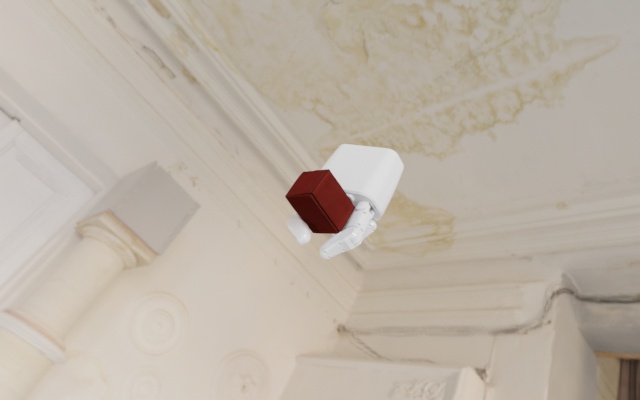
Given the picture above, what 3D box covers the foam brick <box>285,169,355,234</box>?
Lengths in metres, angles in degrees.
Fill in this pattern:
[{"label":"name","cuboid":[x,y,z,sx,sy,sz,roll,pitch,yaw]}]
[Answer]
[{"label":"foam brick","cuboid":[0.000,0.002,0.658,0.053,0.051,0.078,-2,-46,43]}]
